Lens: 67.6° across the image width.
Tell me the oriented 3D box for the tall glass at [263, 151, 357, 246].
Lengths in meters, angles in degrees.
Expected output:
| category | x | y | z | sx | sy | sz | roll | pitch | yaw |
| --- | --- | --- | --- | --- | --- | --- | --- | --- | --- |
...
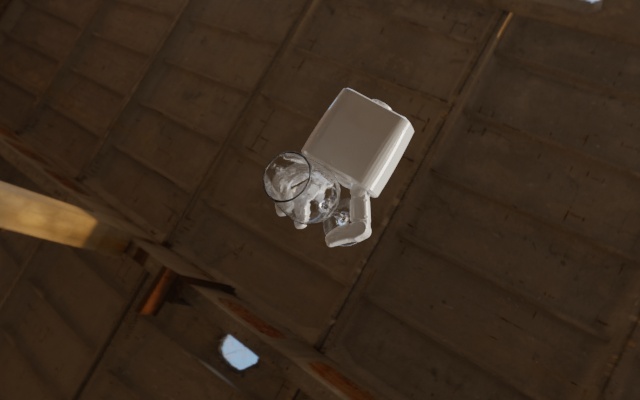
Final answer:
| category | x | y | z | sx | sy | sz | roll | pitch | yaw |
| --- | --- | --- | --- | --- | --- | --- | --- | --- | --- |
| tall glass | 0.000 | 0.002 | 0.626 | 0.079 | 0.079 | 0.201 | 0 | -17 | 24 |
